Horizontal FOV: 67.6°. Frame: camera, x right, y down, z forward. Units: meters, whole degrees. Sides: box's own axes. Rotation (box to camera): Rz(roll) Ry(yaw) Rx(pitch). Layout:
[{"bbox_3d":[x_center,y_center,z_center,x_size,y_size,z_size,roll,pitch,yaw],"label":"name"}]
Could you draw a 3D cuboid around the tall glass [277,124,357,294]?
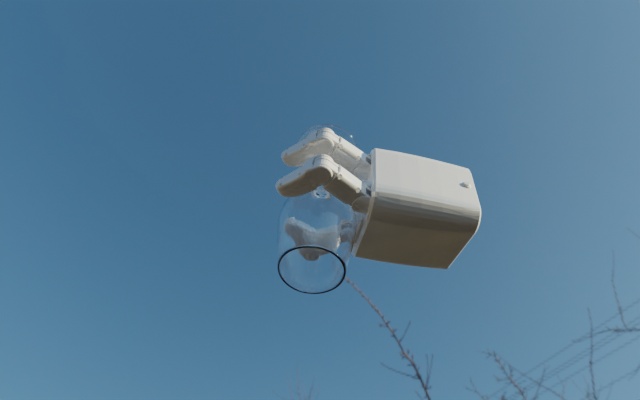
[{"bbox_3d":[0.000,0.001,0.502,0.079,0.079,0.201,0,38,6],"label":"tall glass"}]
